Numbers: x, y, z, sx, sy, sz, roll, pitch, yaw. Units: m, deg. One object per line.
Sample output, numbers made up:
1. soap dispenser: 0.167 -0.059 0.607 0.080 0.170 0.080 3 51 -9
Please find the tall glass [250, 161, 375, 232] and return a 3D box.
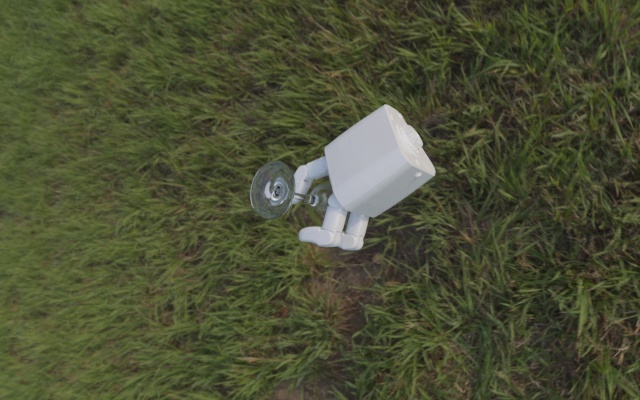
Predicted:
1. tall glass: 0.000 0.002 0.665 0.079 0.079 0.201 0 -9 37
